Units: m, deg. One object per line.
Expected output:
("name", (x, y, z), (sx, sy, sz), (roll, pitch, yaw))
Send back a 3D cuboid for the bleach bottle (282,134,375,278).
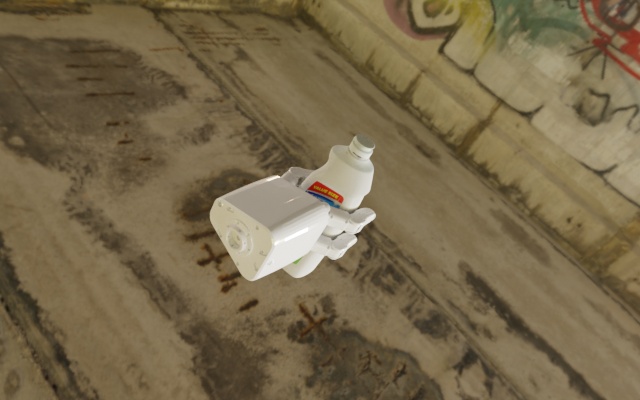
("bleach bottle", (0.000, 0.002, 0.702), (0.102, 0.251, 0.068), (45, 39, 17))
